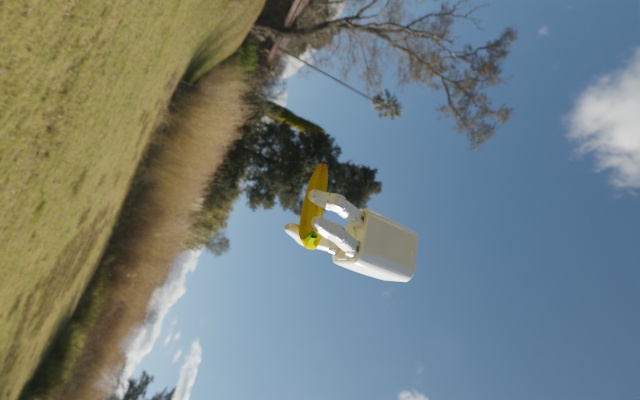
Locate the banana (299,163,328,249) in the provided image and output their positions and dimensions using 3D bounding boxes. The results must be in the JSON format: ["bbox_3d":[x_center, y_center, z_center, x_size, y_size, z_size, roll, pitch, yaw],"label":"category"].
[{"bbox_3d":[-0.009,0.017,0.796,0.037,0.070,0.197,23,37,-14],"label":"banana"}]
